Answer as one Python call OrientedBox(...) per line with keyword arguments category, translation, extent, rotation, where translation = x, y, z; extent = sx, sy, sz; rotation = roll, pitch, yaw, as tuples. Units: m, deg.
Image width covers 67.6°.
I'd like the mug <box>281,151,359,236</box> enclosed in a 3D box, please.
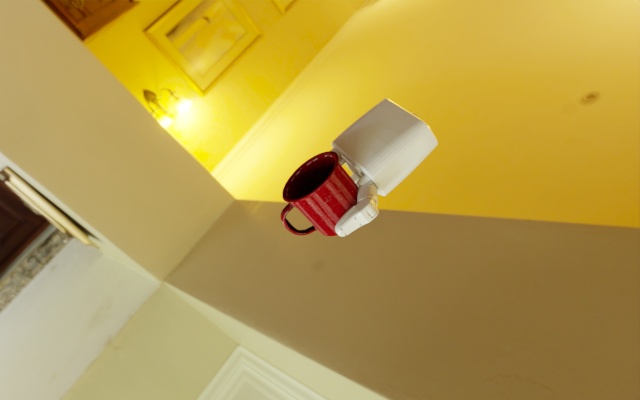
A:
OrientedBox(category="mug", translation=(-0.001, 0.003, 0.647), extent=(0.081, 0.117, 0.093), rotation=(49, 0, -28))
